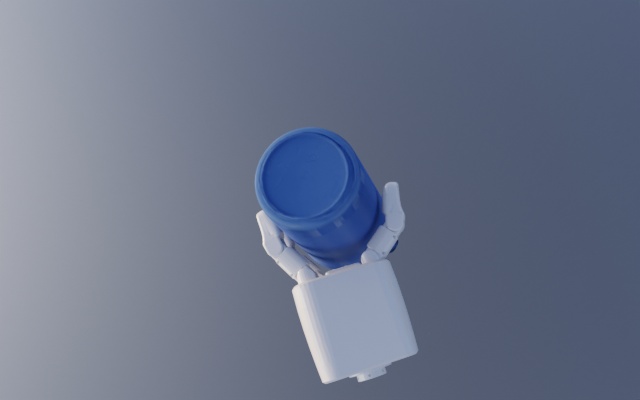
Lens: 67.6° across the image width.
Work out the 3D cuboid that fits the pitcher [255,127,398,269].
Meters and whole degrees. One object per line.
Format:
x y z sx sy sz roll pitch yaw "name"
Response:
0.000 0.002 0.577 0.149 0.145 0.243 -19 -18 7 "pitcher"
